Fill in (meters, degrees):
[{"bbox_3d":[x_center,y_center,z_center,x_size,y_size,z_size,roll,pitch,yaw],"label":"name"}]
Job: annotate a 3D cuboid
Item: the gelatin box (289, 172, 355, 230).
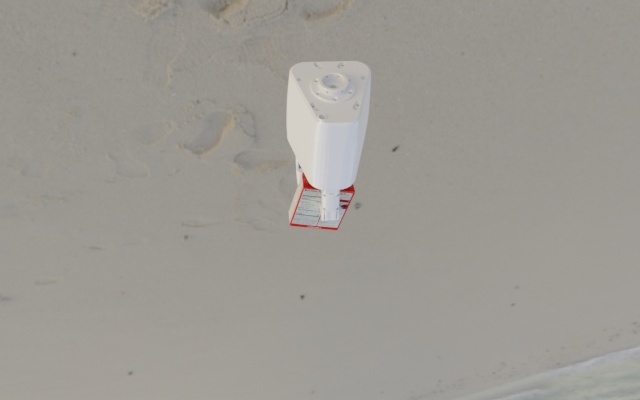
[{"bbox_3d":[0.000,0.003,0.668,0.073,0.030,0.089,6,-42,-15],"label":"gelatin box"}]
